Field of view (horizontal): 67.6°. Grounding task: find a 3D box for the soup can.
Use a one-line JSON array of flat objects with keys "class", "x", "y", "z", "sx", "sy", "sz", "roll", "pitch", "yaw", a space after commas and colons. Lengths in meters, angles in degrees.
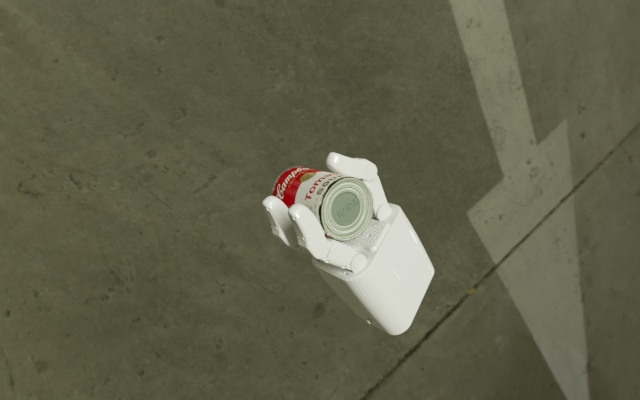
[{"class": "soup can", "x": 0.000, "y": 0.001, "z": 0.515, "sx": 0.068, "sy": 0.068, "sz": 0.102, "roll": 0, "pitch": 9, "yaw": -33}]
